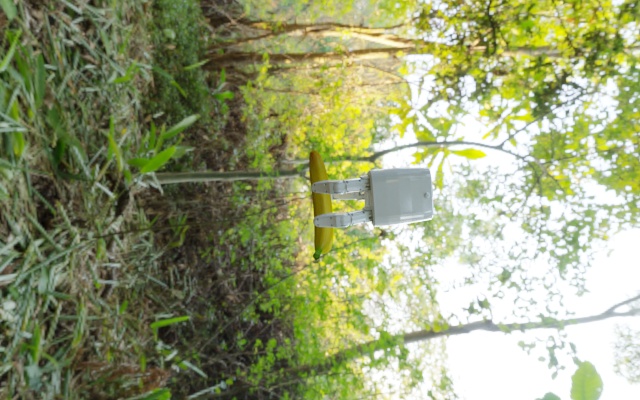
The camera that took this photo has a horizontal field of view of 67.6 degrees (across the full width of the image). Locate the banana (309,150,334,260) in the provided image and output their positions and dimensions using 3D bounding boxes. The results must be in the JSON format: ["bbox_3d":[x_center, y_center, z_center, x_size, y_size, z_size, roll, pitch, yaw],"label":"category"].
[{"bbox_3d":[0.002,0.011,0.859,0.037,0.197,0.070,-5,-15,5],"label":"banana"}]
